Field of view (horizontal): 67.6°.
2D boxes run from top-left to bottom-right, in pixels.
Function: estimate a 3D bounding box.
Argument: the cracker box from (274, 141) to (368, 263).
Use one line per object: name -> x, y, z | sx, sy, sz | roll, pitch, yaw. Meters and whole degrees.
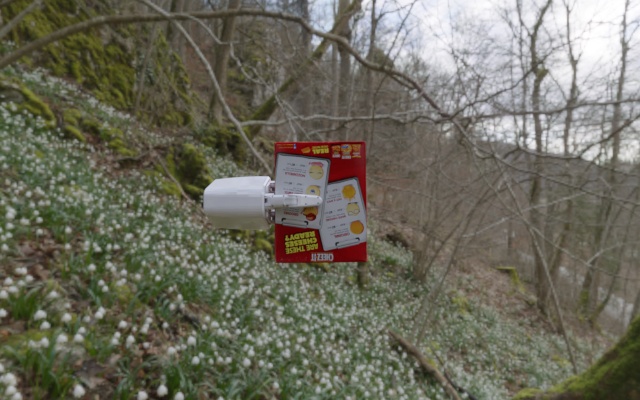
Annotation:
cracker box -> 0.000, 0.003, 0.864 | 0.164, 0.213, 0.072 | -1, -1, 2
